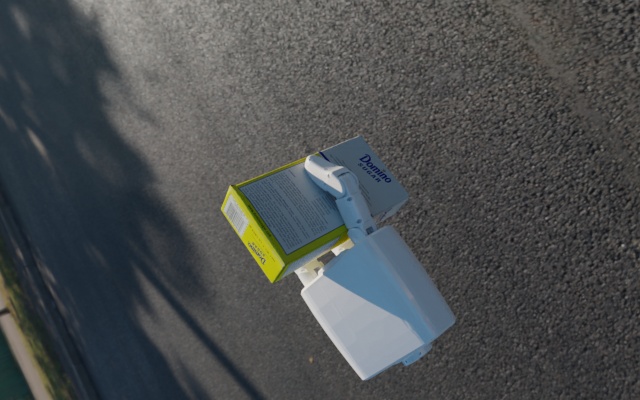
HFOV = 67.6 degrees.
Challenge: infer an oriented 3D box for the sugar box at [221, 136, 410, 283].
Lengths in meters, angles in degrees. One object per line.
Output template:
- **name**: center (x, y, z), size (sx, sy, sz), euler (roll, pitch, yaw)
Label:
- **sugar box**: center (0.000, 0.002, 0.484), size (0.176, 0.093, 0.048), euler (-24, -21, -38)
